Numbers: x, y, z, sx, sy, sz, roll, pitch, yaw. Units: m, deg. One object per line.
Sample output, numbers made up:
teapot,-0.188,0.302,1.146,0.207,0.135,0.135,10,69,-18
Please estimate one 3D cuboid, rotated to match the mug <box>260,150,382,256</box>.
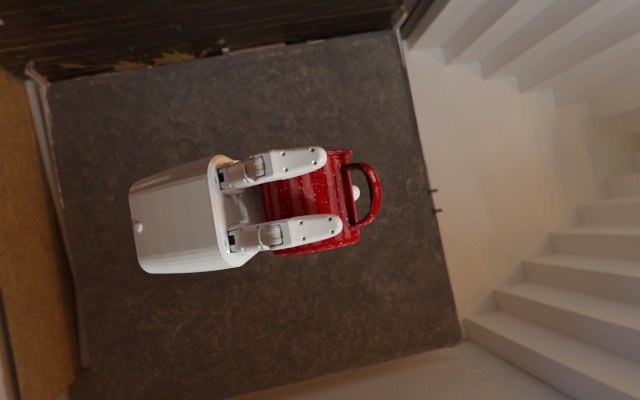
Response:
mug,0.001,0.001,0.425,0.117,0.081,0.093,-10,-1,28
